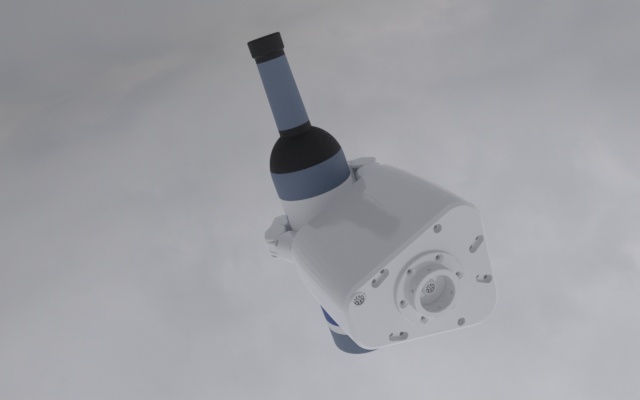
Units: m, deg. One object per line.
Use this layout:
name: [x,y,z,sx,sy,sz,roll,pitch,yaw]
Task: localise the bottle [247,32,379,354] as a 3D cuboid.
bottle: [0.000,0.002,0.428,0.069,0.296,0.069,-17,21,7]
